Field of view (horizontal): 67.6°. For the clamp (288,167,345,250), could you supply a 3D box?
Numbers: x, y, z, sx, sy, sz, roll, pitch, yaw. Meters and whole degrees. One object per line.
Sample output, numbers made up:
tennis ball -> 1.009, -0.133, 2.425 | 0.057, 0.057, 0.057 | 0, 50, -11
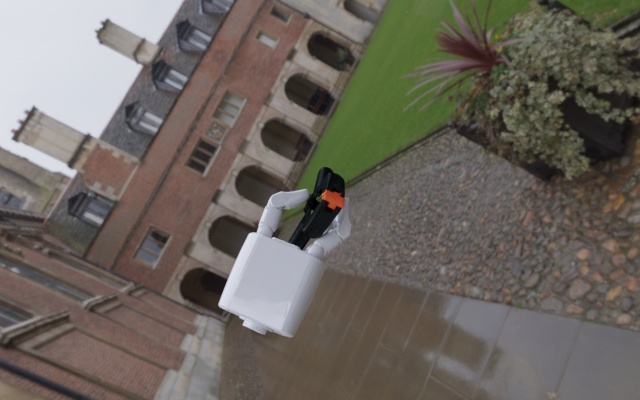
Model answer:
clamp -> -0.001, 0.002, 0.683 | 0.036, 0.164, 0.210 | 24, -18, -7
